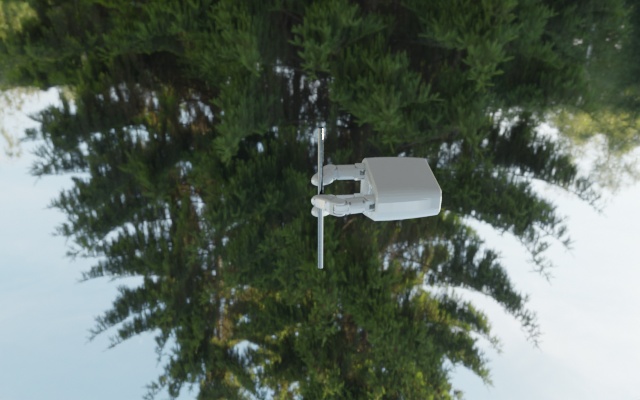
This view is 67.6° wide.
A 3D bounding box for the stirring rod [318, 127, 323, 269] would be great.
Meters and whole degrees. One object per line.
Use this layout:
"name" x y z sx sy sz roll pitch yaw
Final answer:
"stirring rod" 0.000 0.002 0.758 0.011 0.240 0.011 0 24 0
